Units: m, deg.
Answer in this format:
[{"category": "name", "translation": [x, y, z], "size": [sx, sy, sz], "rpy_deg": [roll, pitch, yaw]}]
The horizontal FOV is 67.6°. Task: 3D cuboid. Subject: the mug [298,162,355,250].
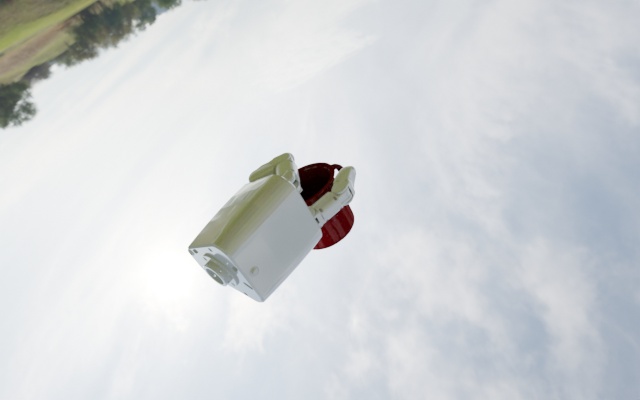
[{"category": "mug", "translation": [0.001, 0.001, 0.630], "size": [0.093, 0.081, 0.117], "rpy_deg": [7, 47, 46]}]
